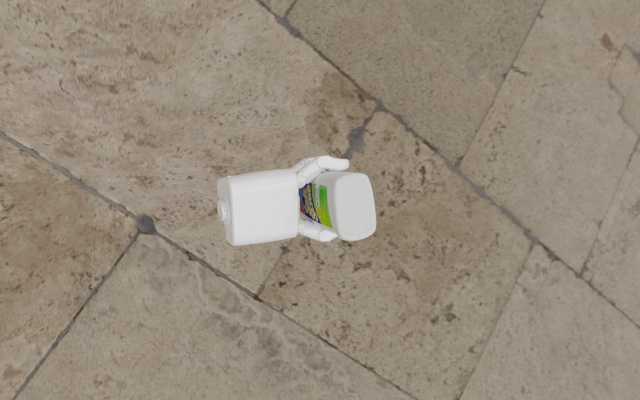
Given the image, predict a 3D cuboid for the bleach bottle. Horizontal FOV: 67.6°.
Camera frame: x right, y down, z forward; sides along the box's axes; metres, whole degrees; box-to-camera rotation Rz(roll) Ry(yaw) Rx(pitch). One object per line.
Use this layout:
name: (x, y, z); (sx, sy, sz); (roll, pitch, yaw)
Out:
bleach bottle: (0.000, 0.003, 0.805); (0.068, 0.102, 0.251); (-10, 6, -24)
